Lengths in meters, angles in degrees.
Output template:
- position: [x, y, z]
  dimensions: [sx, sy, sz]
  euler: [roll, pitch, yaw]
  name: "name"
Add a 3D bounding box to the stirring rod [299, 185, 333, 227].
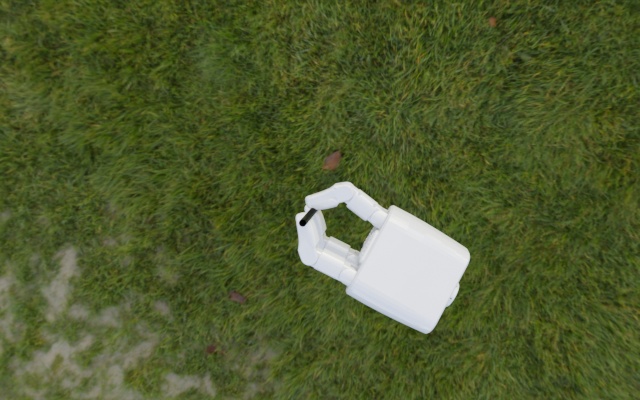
- position: [0.000, 0.002, 0.620]
  dimensions: [0.011, 0.011, 0.239]
  euler: [0, 10, 9]
  name: "stirring rod"
